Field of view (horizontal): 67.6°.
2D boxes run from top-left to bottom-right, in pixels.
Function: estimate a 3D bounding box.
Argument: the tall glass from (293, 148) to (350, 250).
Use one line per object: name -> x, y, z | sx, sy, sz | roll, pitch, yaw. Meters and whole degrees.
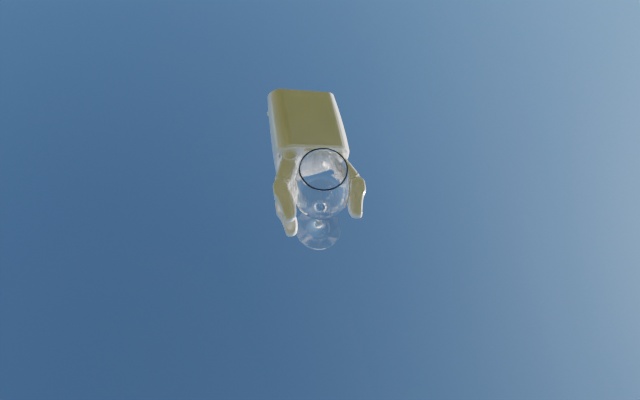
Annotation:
tall glass -> 0.000, 0.003, 0.685 | 0.079, 0.079, 0.201 | 0, -25, -2
